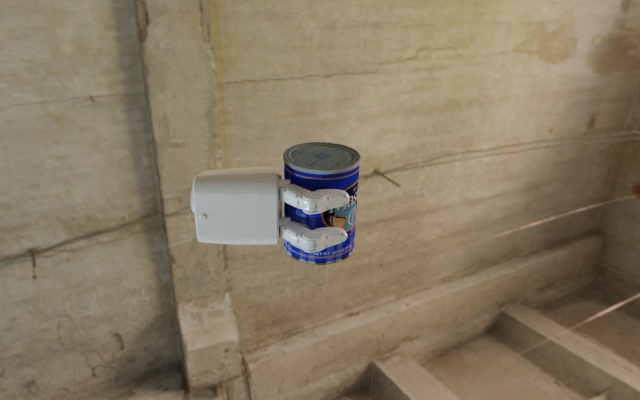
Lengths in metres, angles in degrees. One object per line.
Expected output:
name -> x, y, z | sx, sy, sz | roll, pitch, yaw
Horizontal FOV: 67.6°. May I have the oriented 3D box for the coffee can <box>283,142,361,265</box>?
coffee can -> 0.000, 0.002, 0.659 | 0.103, 0.140, 0.102 | 1, 26, -1
